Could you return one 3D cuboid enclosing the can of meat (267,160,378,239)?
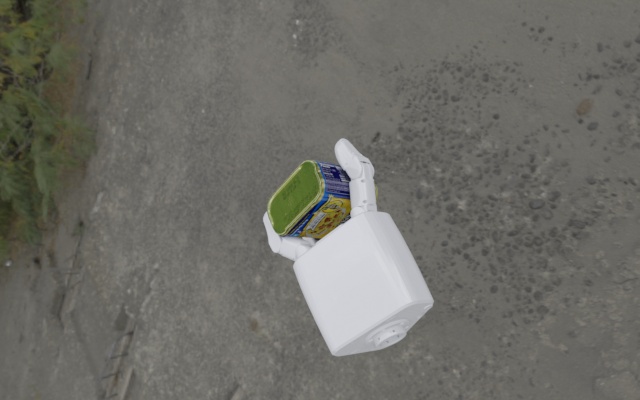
[{"bbox_3d":[0.000,0.002,0.547,0.084,0.057,0.102,7,-40,-41],"label":"can of meat"}]
